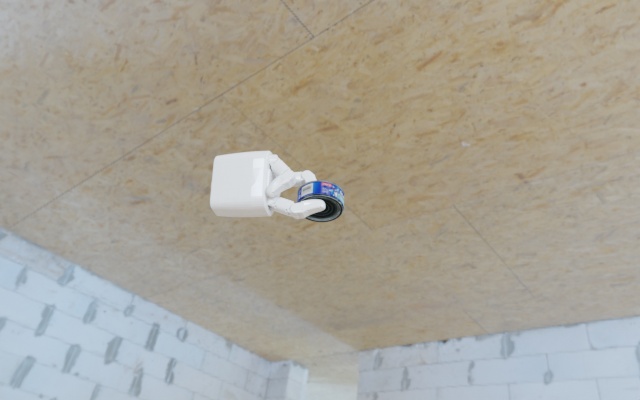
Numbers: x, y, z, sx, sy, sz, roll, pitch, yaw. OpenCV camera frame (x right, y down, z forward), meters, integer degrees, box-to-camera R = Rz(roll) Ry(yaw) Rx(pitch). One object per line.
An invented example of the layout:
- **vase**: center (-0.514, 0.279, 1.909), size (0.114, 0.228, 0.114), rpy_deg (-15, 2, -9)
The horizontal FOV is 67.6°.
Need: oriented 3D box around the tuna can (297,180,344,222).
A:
- **tuna can**: center (0.000, 0.003, 0.859), size (0.086, 0.033, 0.086), rpy_deg (2, -37, 2)
